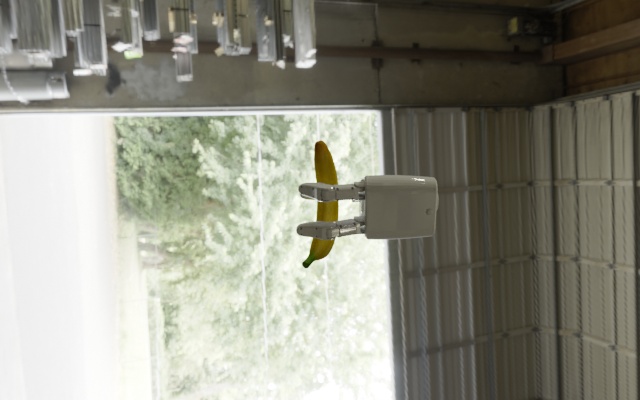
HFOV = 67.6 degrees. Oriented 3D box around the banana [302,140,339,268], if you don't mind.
[{"bbox_3d":[0.006,0.007,0.754,0.037,0.198,0.069,3,-4,20],"label":"banana"}]
